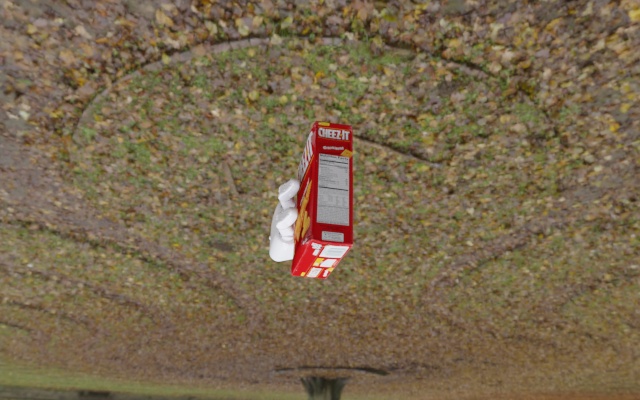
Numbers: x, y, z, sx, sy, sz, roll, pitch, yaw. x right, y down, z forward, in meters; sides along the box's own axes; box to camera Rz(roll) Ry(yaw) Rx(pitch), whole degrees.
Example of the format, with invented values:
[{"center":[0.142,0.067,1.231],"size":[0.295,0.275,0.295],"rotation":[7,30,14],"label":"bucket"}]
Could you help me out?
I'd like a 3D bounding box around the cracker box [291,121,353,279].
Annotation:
[{"center":[0.000,0.003,0.794],"size":[0.072,0.213,0.164],"rotation":[7,-27,-11],"label":"cracker box"}]
